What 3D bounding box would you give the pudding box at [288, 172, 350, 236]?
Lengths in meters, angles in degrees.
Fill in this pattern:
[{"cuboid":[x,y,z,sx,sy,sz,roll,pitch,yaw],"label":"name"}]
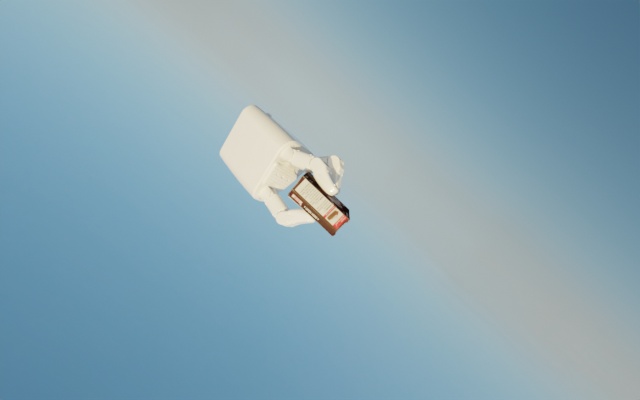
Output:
[{"cuboid":[0.000,0.002,0.702,0.090,0.039,0.113,42,8,-2],"label":"pudding box"}]
